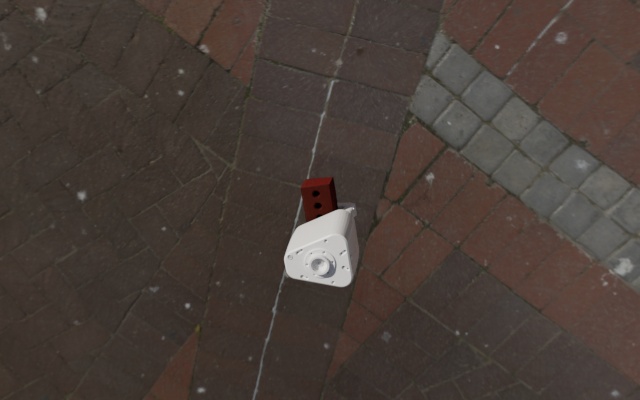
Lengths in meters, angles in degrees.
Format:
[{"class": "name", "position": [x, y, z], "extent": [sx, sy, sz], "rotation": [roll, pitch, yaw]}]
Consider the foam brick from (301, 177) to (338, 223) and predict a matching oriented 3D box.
[{"class": "foam brick", "position": [0.000, 0.002, 0.847], "extent": [0.053, 0.078, 0.051], "rotation": [-7, 16, 12]}]
